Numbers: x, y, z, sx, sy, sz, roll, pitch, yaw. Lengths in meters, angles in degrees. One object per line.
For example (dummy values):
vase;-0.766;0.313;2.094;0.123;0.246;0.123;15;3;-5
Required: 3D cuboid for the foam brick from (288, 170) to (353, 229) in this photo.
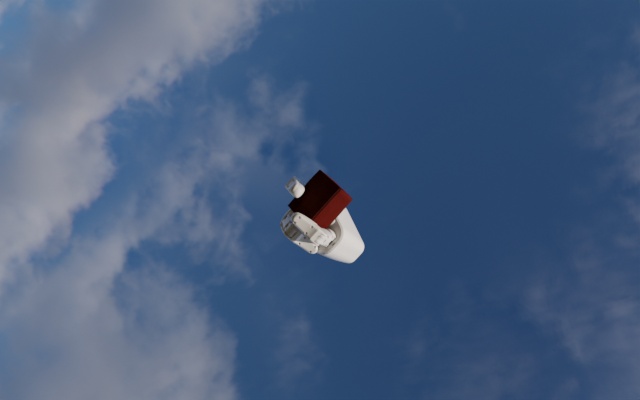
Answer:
foam brick;0.000;0.002;0.735;0.053;0.078;0.051;46;7;32
